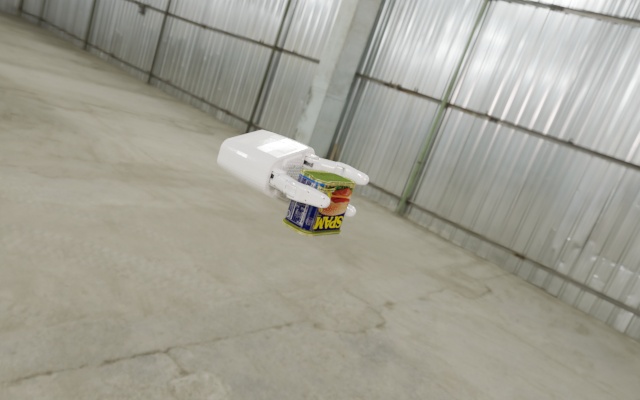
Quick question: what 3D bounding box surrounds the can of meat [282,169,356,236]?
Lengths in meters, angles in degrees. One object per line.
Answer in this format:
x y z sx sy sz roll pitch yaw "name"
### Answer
0.000 0.002 0.710 0.057 0.084 0.102 27 15 33 "can of meat"
